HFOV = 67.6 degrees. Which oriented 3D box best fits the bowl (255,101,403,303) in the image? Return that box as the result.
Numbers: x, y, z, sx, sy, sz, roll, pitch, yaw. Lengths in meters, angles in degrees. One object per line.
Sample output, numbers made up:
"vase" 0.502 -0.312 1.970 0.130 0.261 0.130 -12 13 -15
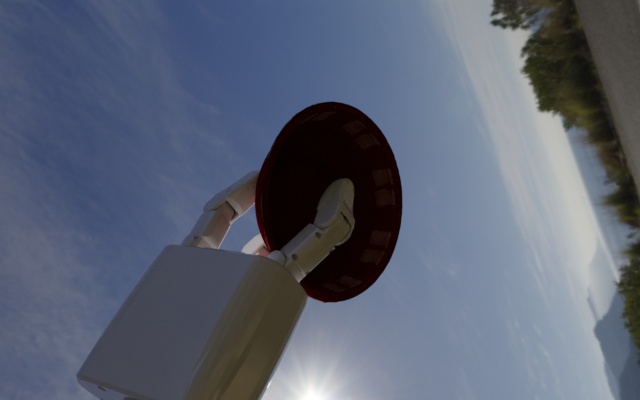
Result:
"bowl" 0.001 0.001 0.405 0.162 0.162 0.055 0 0 -43
